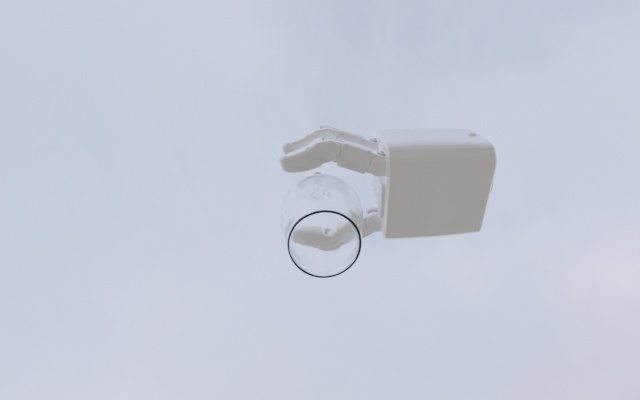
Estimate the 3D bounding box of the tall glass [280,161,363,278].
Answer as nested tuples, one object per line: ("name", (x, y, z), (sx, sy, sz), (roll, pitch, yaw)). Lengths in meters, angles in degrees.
("tall glass", (0.000, 0.001, 0.484), (0.079, 0.079, 0.201), (0, 21, -2))
